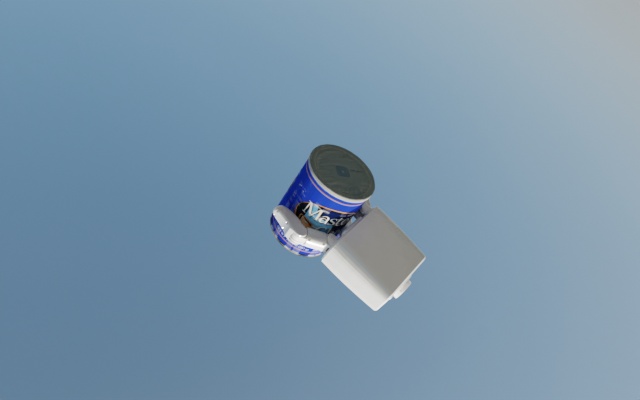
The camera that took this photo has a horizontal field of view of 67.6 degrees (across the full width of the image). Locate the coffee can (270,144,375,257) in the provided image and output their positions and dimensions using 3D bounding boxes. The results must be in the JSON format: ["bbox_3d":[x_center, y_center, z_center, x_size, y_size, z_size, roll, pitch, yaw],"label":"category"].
[{"bbox_3d":[0.000,0.002,0.701,0.103,0.102,0.140,0,-38,-35],"label":"coffee can"}]
